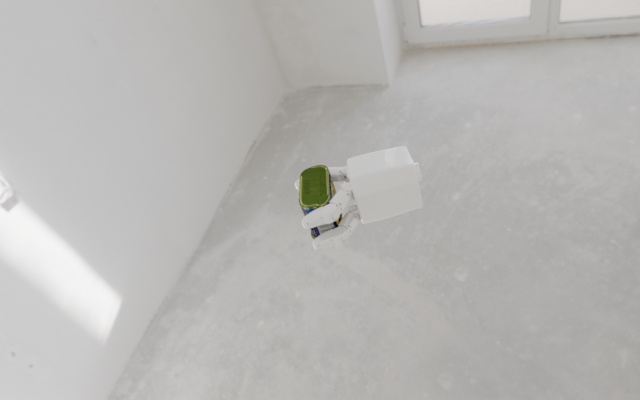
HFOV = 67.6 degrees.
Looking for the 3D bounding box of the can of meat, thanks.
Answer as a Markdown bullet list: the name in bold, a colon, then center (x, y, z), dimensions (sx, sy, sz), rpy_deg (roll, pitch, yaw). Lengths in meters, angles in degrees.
- **can of meat**: center (0.000, 0.002, 0.808), dimensions (0.057, 0.102, 0.084), rpy_deg (-11, -45, 10)
